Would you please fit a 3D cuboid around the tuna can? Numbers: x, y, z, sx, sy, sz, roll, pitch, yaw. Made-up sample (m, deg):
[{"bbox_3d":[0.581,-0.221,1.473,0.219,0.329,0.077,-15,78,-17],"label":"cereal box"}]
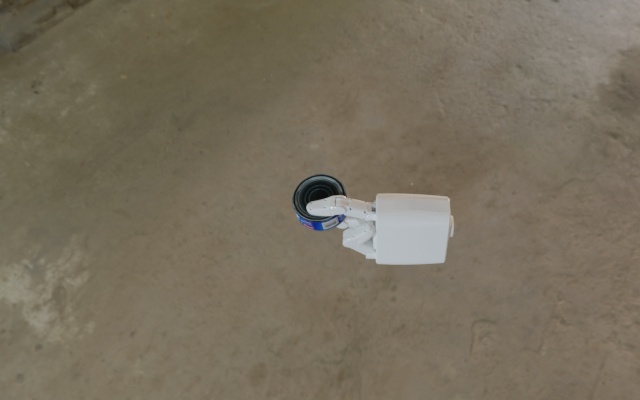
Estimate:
[{"bbox_3d":[0.000,0.002,0.737,0.086,0.086,0.034,0,-29,10],"label":"tuna can"}]
